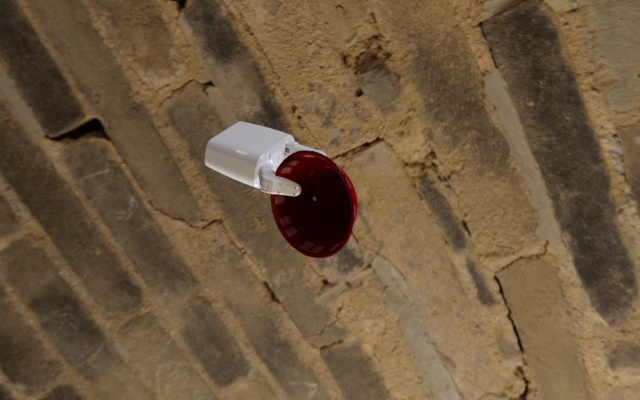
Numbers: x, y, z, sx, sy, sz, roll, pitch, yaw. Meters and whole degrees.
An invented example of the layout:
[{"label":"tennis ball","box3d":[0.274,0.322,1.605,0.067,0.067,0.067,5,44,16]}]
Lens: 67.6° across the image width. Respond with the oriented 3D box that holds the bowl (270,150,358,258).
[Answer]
[{"label":"bowl","box3d":[0.001,0.003,0.719,0.162,0.162,0.055,0,10,40]}]
